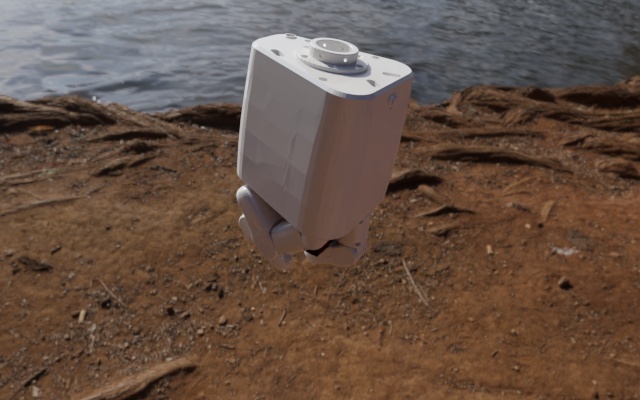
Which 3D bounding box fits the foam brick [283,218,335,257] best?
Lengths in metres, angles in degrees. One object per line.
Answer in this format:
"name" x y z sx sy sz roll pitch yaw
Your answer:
"foam brick" 0.000 0.001 0.416 0.053 0.051 0.078 26 37 21
